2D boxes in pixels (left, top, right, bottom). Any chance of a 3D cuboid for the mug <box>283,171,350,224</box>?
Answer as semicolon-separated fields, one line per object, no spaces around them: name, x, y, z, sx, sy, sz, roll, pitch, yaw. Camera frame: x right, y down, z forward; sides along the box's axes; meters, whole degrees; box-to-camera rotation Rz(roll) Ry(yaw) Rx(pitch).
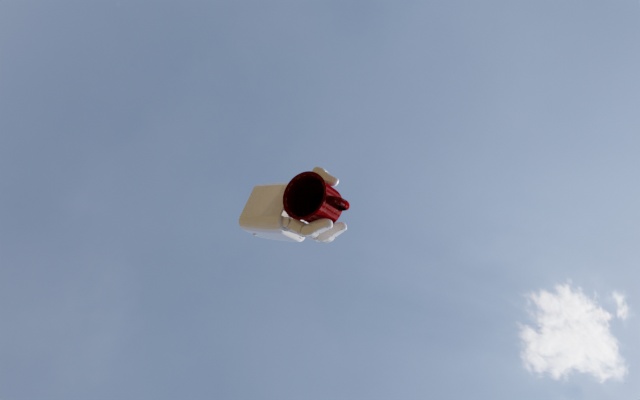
mug;0.001;0.003;0.885;0.117;0.093;0.081;1;-17;32
